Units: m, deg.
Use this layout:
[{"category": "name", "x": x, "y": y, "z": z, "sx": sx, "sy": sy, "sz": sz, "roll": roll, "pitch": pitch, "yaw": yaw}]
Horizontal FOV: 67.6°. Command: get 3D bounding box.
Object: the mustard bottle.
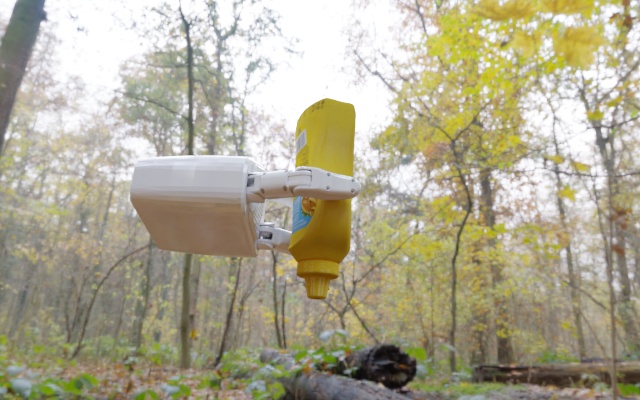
[{"category": "mustard bottle", "x": 0.000, "y": 0.001, "z": 0.479, "sx": 0.058, "sy": 0.191, "sz": 0.096, "roll": 10, "pitch": -20, "yaw": -19}]
